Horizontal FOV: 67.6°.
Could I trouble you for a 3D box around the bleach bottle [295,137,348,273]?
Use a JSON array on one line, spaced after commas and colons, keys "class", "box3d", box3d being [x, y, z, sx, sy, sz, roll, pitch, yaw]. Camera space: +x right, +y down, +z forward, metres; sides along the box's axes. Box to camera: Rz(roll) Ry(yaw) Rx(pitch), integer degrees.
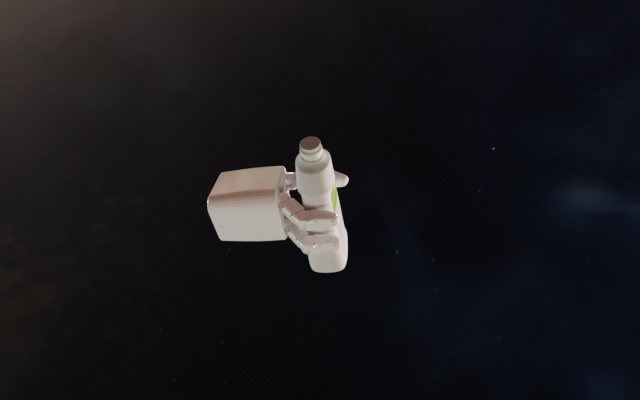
[{"class": "bleach bottle", "box3d": [0.000, 0.003, 0.736, 0.068, 0.102, 0.251, -4, -43, 5]}]
